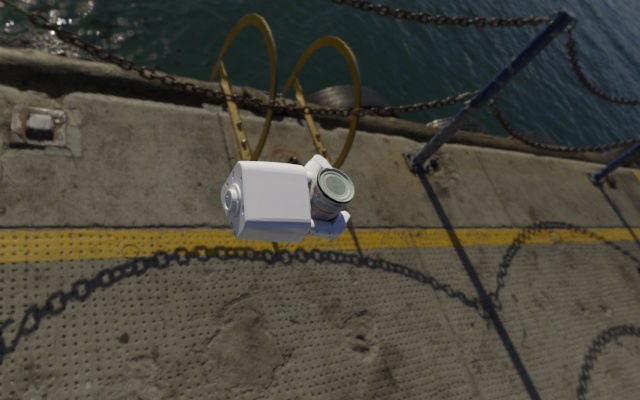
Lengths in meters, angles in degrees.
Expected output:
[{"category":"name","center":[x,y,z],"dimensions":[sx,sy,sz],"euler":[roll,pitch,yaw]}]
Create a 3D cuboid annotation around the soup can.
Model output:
[{"category":"soup can","center":[0.001,0.002,0.761],"dimensions":[0.068,0.068,0.102],"euler":[0,-33,-35]}]
